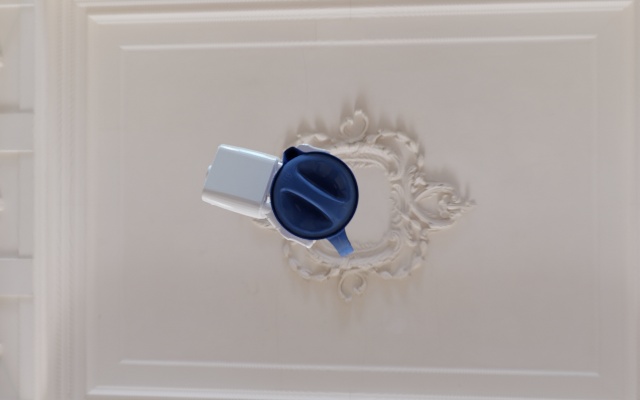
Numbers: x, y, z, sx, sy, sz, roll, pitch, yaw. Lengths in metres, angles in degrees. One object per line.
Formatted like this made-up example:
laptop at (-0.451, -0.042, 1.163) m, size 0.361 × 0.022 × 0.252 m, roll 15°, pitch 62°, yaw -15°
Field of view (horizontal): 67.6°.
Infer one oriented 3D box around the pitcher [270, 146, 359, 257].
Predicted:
pitcher at (0.000, 0.003, 0.821) m, size 0.145 × 0.149 × 0.243 m, roll 14°, pitch 0°, yaw 3°
